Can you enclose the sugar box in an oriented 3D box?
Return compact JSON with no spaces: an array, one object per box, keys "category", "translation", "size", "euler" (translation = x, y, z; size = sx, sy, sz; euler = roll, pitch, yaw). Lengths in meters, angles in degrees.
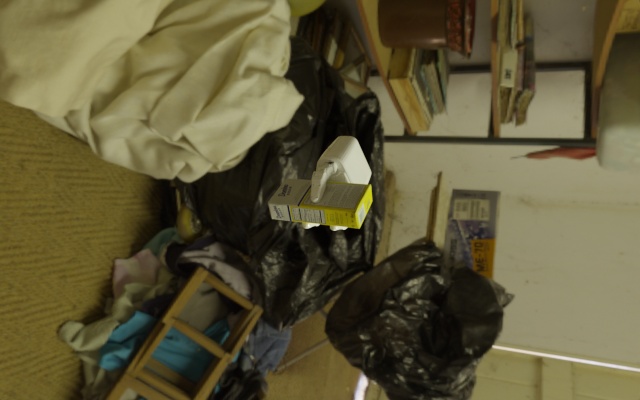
[{"category":"sugar box","translation":[0.000,0.003,0.900],"size":[0.176,0.048,0.093],"euler":[4,34,23]}]
